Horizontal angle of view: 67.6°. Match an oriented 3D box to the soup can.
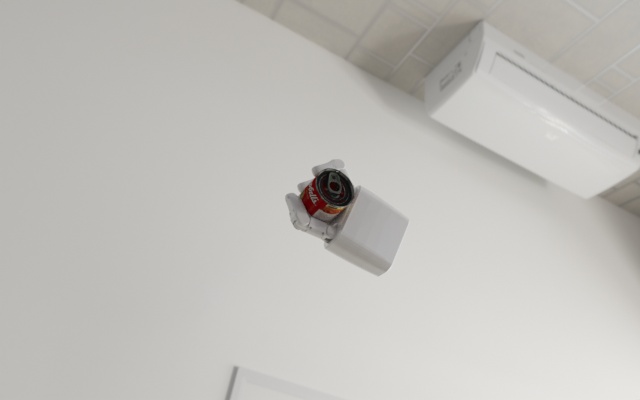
[{"bbox_3d":[0.000,0.002,0.765,0.068,0.068,0.102,0,-27,-31],"label":"soup can"}]
